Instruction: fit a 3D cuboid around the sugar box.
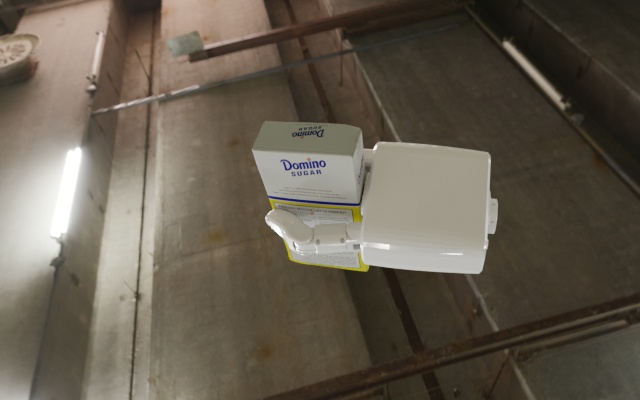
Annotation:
[{"bbox_3d":[0.000,0.001,0.475,0.093,0.048,0.176,6,-41,14],"label":"sugar box"}]
